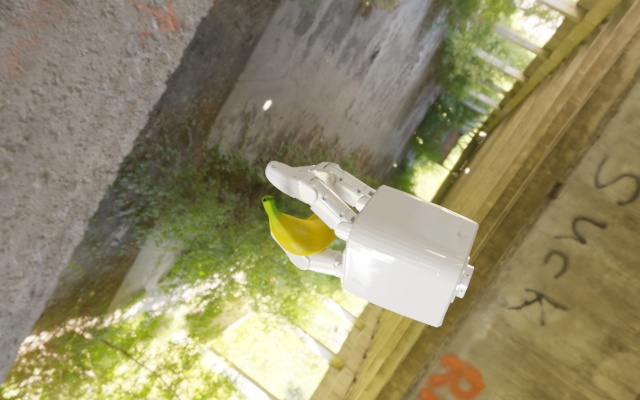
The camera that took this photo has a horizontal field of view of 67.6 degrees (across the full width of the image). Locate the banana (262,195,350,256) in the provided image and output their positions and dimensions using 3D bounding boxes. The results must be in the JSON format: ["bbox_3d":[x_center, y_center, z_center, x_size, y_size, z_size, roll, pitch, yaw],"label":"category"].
[{"bbox_3d":[-0.003,0.021,0.523,0.037,0.069,0.198,7,9,22],"label":"banana"}]
